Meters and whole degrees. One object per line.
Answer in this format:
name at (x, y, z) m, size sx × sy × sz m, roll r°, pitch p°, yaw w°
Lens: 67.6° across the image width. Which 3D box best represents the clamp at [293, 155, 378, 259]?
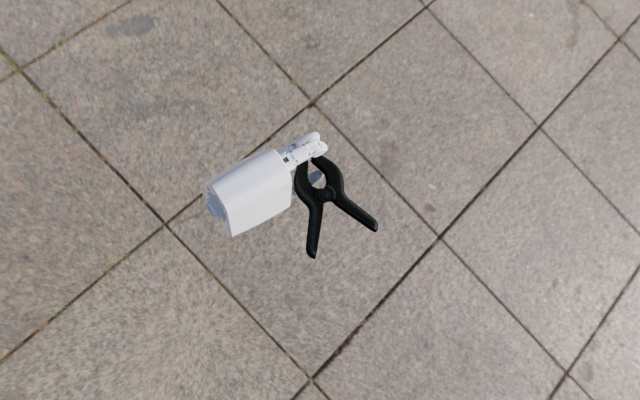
clamp at (0.000, 0.002, 0.740) m, size 0.120 × 0.171 × 0.039 m, roll -31°, pitch -5°, yaw -19°
